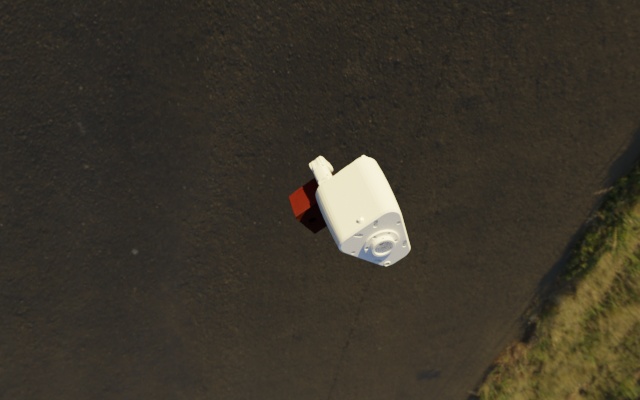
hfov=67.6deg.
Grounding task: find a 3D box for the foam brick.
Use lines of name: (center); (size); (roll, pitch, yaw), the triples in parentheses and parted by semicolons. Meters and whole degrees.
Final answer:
foam brick: (0.000, 0.003, 0.727); (0.078, 0.051, 0.053); (-35, -46, 14)
